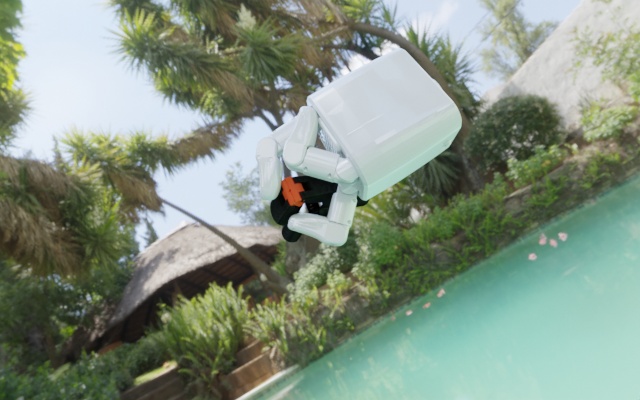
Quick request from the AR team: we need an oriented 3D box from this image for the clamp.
[{"bbox_3d":[0.000,0.001,0.534,0.120,0.039,0.171,-32,-13,-3],"label":"clamp"}]
